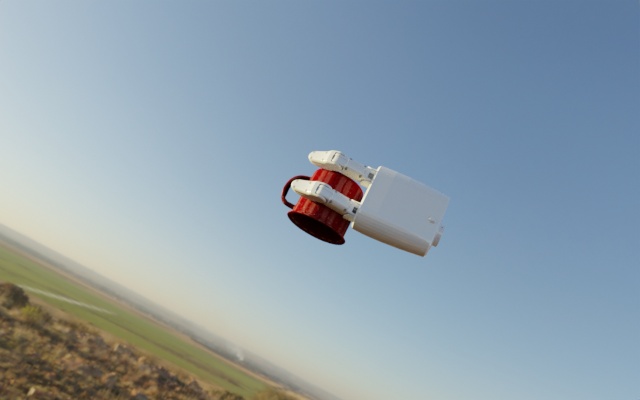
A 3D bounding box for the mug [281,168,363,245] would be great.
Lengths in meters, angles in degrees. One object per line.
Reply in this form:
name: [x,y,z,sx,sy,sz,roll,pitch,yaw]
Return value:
mug: [-0.001,0.002,0.698,0.117,0.081,0.093,24,-19,11]
